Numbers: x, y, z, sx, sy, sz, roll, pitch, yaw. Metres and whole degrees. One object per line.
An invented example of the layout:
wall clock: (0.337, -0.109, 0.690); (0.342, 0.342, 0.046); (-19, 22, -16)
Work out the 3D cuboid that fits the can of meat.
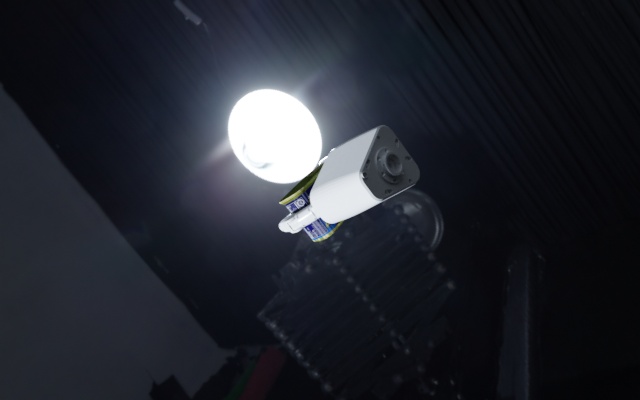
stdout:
can of meat: (0.000, 0.003, 0.740); (0.057, 0.084, 0.102); (-28, 15, 47)
